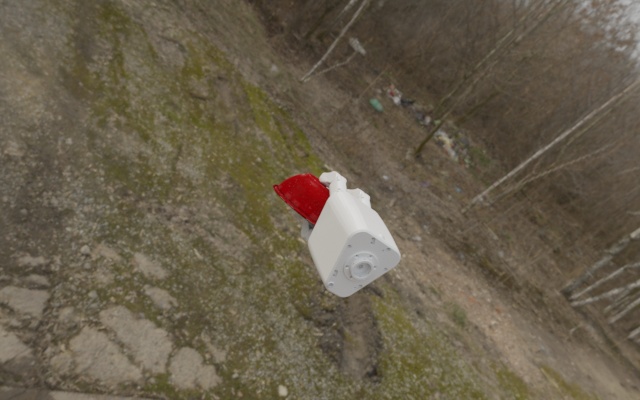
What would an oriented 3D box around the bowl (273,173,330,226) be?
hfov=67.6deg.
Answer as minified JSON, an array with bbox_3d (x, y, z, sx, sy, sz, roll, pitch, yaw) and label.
[{"bbox_3d":[0.000,0.002,0.805,0.162,0.055,0.162,36,6,-4],"label":"bowl"}]
